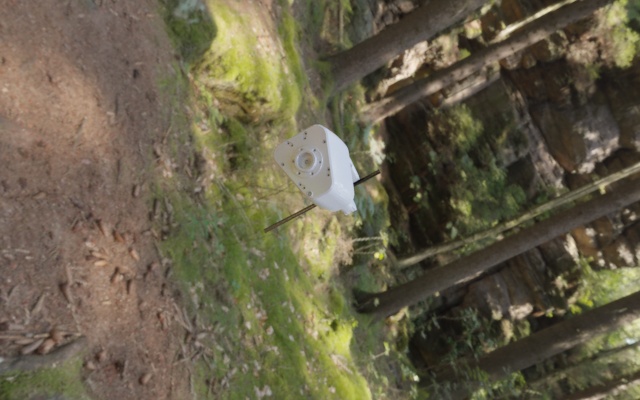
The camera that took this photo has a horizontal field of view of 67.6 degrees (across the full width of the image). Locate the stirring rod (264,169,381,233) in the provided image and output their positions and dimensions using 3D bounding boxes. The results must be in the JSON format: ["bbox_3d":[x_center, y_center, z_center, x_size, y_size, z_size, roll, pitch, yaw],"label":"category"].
[{"bbox_3d":[0.000,0.003,0.866,0.239,0.011,0.011,-28,-6,12],"label":"stirring rod"}]
